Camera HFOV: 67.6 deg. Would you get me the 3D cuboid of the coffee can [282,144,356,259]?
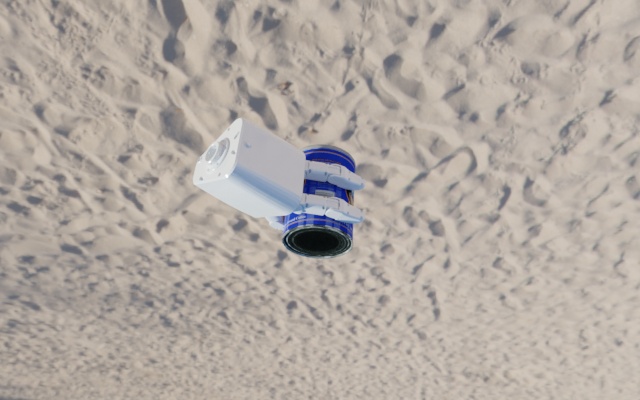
[{"bbox_3d":[0.000,0.002,0.716,0.103,0.140,0.103,3,-31,2],"label":"coffee can"}]
